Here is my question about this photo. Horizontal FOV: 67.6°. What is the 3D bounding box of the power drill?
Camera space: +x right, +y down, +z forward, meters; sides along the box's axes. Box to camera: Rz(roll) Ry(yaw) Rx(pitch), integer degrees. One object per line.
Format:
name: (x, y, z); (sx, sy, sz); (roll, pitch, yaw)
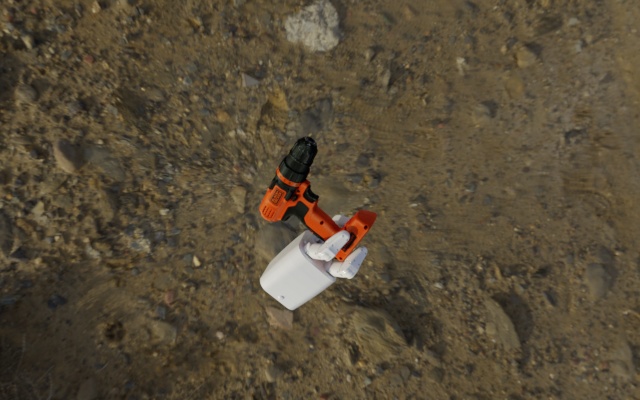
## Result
power drill: (0.000, 0.003, 0.819); (0.187, 0.184, 0.057); (36, 38, 4)
